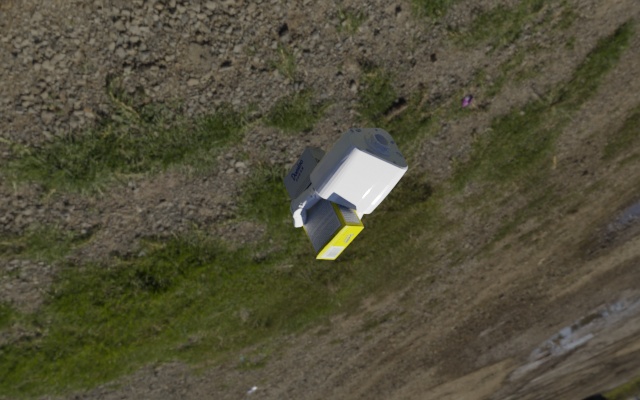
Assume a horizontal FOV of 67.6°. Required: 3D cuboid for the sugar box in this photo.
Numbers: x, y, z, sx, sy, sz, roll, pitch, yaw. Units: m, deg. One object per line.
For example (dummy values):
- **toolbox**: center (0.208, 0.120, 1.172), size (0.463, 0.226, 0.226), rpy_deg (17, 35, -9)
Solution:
- **sugar box**: center (0.001, 0.003, 0.812), size (0.048, 0.176, 0.093), rpy_deg (8, -45, -37)
